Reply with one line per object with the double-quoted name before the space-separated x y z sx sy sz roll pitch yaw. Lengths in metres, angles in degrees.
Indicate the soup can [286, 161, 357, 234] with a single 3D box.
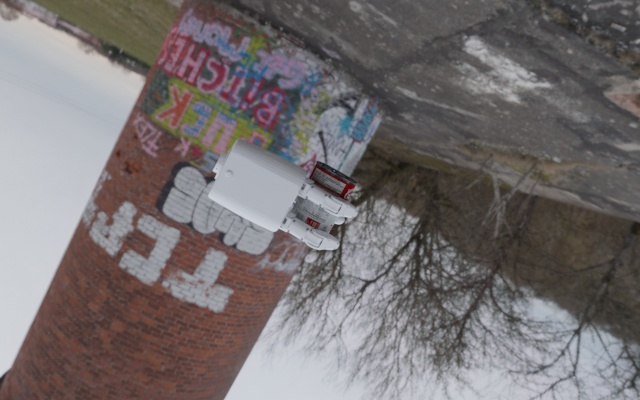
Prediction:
"soup can" 0.000 0.003 0.704 0.068 0.102 0.068 28 9 -5
